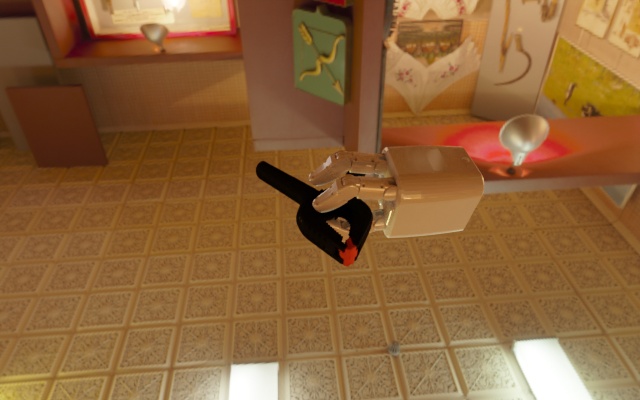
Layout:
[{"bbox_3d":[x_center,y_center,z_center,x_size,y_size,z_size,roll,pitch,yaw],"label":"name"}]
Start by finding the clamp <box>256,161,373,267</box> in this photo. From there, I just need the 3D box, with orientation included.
[{"bbox_3d":[0.000,0.003,0.613,0.164,0.036,0.209,-2,37,-6],"label":"clamp"}]
